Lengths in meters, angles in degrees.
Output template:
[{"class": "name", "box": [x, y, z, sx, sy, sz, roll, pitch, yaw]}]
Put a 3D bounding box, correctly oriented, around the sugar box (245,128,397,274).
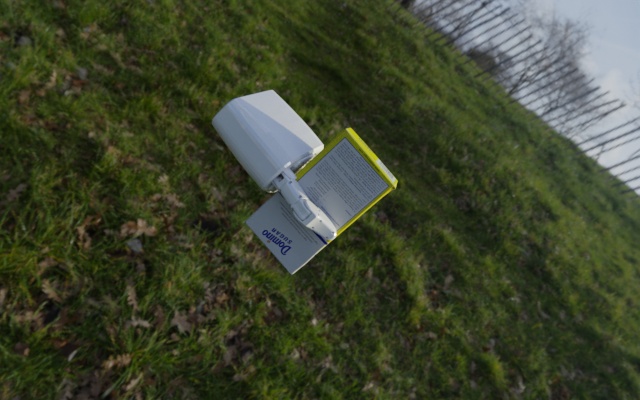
[{"class": "sugar box", "box": [0.000, 0.002, 0.599, 0.176, 0.093, 0.048, -41, 0, 18]}]
